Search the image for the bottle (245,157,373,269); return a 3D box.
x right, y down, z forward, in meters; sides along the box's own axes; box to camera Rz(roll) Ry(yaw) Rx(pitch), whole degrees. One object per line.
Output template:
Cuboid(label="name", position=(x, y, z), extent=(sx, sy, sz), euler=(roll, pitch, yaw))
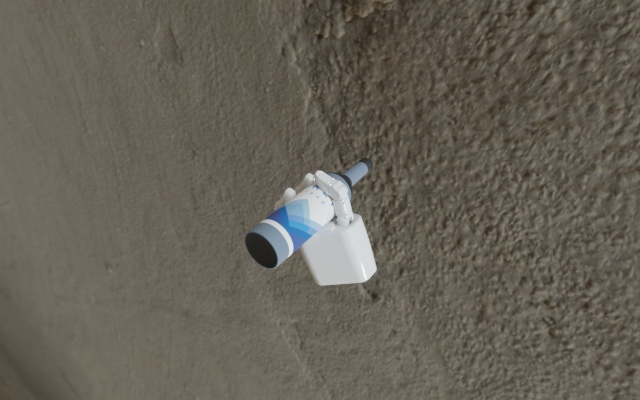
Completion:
Cuboid(label="bottle", position=(0.000, 0.003, 0.790), extent=(0.069, 0.069, 0.295), euler=(0, 29, 42))
